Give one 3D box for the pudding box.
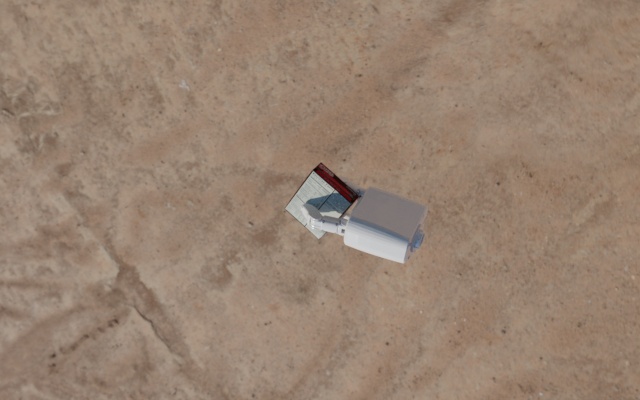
[{"bbox_3d":[0.000,0.003,0.838,0.113,0.090,0.039,-50,-5,36],"label":"pudding box"}]
